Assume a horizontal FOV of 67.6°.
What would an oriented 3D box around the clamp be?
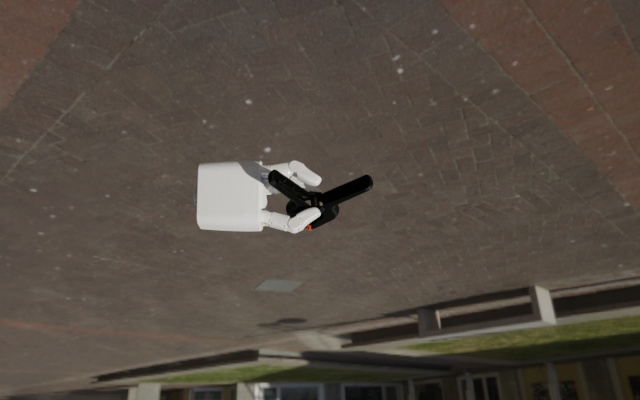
[{"bbox_3d":[0.000,0.004,0.821,0.164,0.036,0.210,1,-24,0],"label":"clamp"}]
